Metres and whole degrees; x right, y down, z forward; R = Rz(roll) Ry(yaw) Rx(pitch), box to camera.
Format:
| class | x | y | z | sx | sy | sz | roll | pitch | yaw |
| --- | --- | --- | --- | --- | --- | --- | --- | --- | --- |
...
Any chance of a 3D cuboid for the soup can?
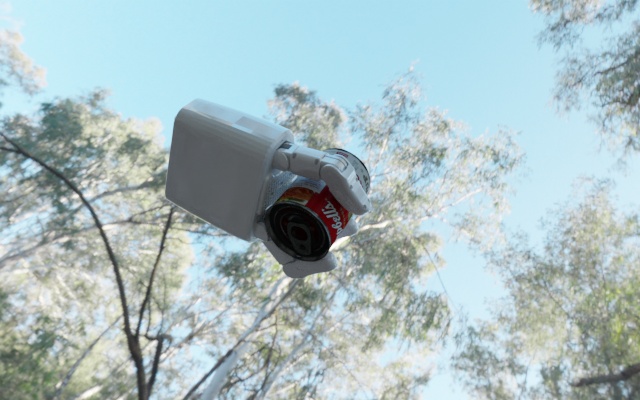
| class | x | y | z | sx | sy | sz | roll | pitch | yaw |
| --- | --- | --- | --- | --- | --- | --- | --- | --- | --- |
| soup can | 0.001 | 0.001 | 0.468 | 0.068 | 0.068 | 0.102 | 0 | 34 | 32 |
